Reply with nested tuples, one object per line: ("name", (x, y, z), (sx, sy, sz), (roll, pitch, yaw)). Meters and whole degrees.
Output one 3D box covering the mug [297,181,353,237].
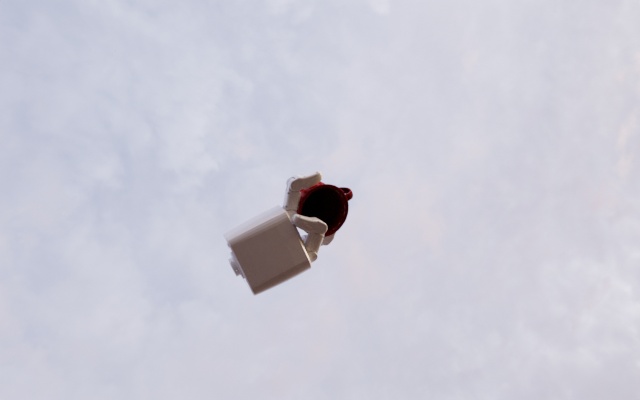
("mug", (0.001, 0.002, 0.831), (0.117, 0.093, 0.081), (-25, 24, -16))
